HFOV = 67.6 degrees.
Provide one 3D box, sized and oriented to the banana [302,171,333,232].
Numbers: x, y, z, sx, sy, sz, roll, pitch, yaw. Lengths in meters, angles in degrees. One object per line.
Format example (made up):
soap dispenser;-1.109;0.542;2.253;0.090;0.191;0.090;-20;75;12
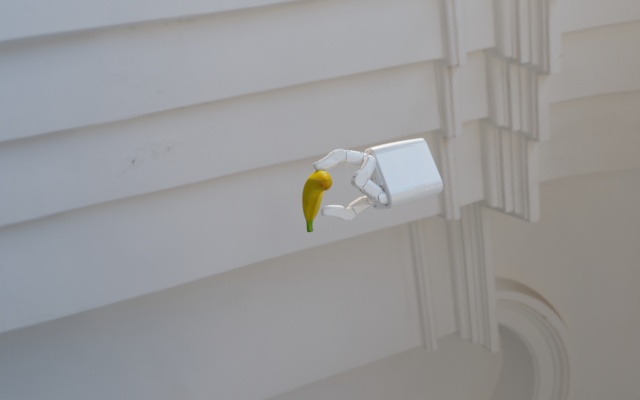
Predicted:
banana;-0.006;-0.012;0.858;0.037;0.069;0.198;-14;-23;-15
